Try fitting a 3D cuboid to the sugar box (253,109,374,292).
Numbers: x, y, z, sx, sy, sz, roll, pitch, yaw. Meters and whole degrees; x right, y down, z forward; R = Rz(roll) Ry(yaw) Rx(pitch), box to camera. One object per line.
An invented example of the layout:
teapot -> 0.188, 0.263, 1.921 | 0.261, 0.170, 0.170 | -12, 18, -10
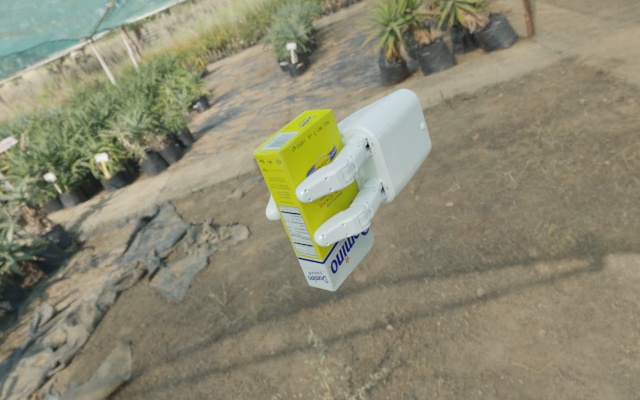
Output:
sugar box -> 0.001, 0.002, 0.516 | 0.048, 0.176, 0.093 | 3, 37, 42
